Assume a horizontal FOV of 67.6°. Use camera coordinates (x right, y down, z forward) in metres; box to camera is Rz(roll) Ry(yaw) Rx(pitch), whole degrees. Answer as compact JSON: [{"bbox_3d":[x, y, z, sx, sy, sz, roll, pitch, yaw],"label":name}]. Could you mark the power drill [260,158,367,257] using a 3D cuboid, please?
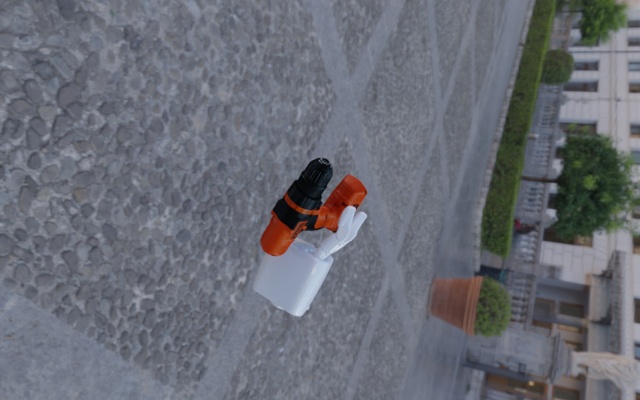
[{"bbox_3d":[0.000,0.003,0.784,0.057,0.184,0.187,47,29,21],"label":"power drill"}]
